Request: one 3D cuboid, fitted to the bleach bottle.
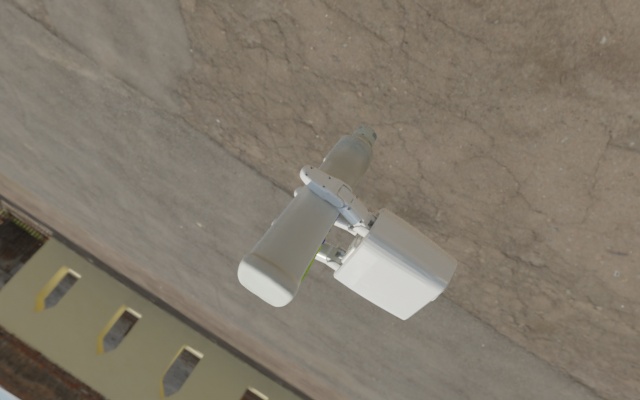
[{"bbox_3d":[0.000,0.002,0.569,0.068,0.250,0.103,34,-25,1],"label":"bleach bottle"}]
